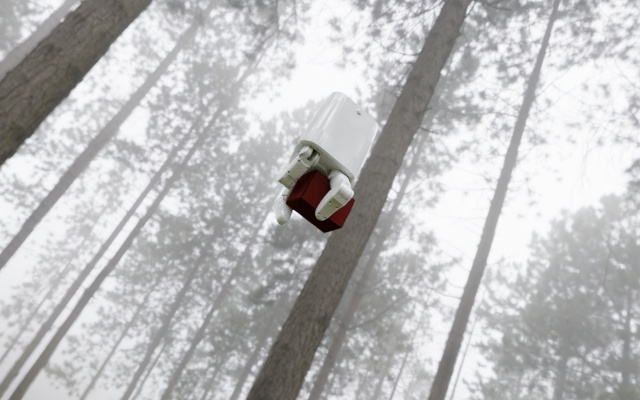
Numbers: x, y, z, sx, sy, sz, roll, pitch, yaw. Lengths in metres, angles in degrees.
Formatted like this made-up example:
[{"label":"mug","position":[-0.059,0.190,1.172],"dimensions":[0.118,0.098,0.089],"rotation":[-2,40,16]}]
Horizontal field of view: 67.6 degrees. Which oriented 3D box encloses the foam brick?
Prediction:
[{"label":"foam brick","position":[0.000,0.003,0.689],"dimensions":[0.078,0.051,0.053],"rotation":[38,-28,-20]}]
